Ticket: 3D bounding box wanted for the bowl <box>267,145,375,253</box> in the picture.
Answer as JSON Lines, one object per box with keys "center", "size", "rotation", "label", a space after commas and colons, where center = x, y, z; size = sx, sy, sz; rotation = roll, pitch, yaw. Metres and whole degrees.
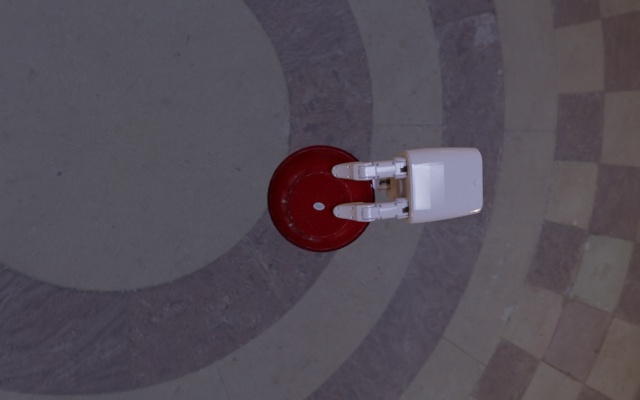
{"center": [-0.001, 0.003, 0.685], "size": [0.162, 0.162, 0.055], "rotation": [0, 9, 2], "label": "bowl"}
